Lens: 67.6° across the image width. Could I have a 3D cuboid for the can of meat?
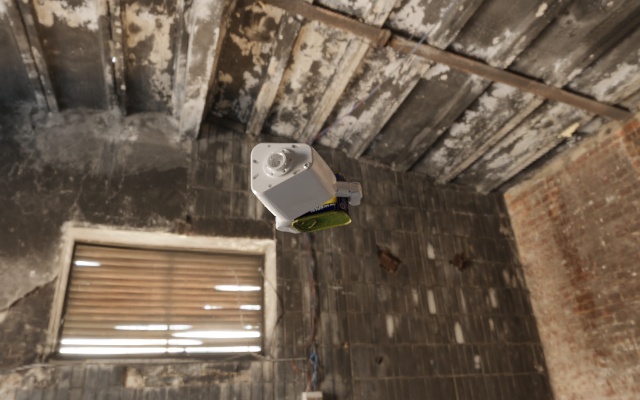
[{"bbox_3d":[0.000,0.002,0.852,0.102,0.084,0.057,-13,-27,18],"label":"can of meat"}]
